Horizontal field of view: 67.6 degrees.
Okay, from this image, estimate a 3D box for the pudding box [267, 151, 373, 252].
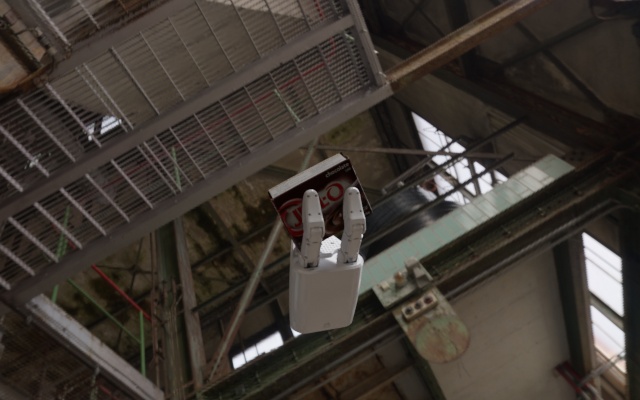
[{"bbox_3d":[0.000,0.002,0.624,0.113,0.090,0.039,-30,30,-6],"label":"pudding box"}]
